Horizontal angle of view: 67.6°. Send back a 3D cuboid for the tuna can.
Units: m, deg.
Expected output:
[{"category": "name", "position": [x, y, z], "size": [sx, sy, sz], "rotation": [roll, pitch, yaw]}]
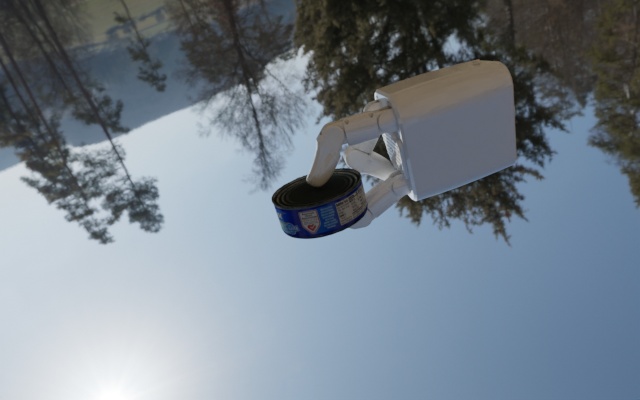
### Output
[{"category": "tuna can", "position": [0.000, 0.002, 0.446], "size": [0.086, 0.034, 0.086], "rotation": [-14, 21, 6]}]
